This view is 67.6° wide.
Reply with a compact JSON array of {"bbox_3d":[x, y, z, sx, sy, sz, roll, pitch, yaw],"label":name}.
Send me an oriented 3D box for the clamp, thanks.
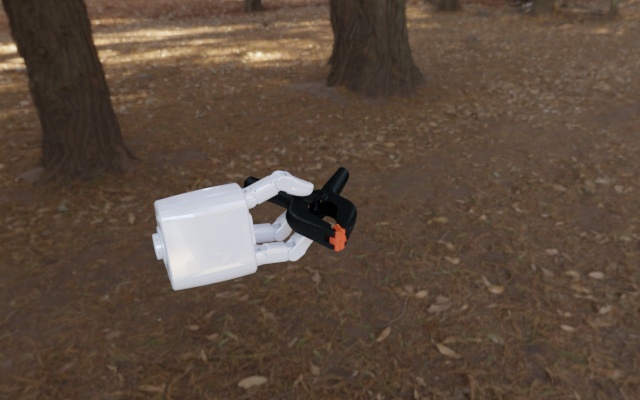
[{"bbox_3d":[0.000,0.002,0.661,0.164,0.036,0.210,-12,29,-22],"label":"clamp"}]
